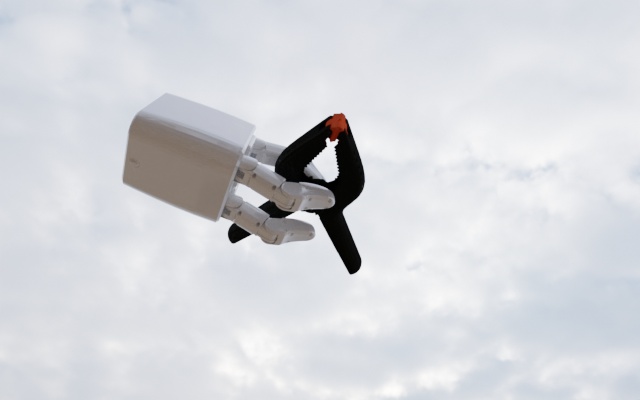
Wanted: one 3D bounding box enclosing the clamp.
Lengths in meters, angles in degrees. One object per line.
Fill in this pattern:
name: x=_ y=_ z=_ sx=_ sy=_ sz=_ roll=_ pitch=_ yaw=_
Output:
clamp: x=0.000 y=0.001 z=0.520 sx=0.164 sy=0.210 sz=0.036 roll=20 pitch=41 yaw=-10
